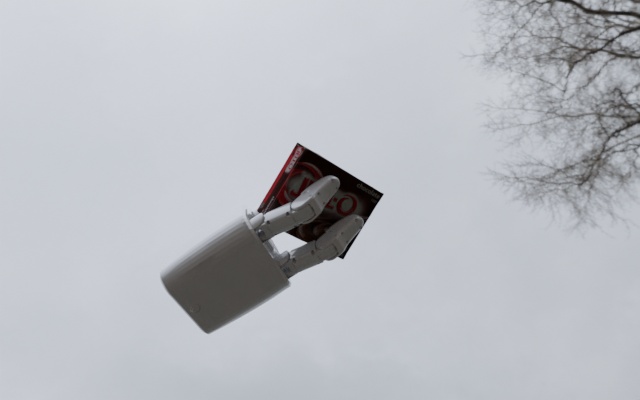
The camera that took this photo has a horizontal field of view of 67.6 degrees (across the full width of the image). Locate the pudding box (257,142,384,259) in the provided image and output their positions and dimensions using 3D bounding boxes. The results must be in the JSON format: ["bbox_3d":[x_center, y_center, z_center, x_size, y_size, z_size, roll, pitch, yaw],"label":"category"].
[{"bbox_3d":[0.000,0.002,0.530,0.113,0.090,0.039,28,8,-28],"label":"pudding box"}]
